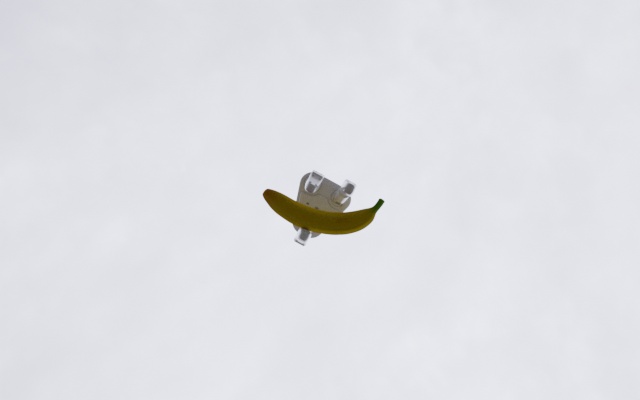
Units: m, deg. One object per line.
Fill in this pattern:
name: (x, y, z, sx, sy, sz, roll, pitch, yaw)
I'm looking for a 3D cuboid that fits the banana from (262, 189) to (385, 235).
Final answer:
banana: (0.002, 0.021, 0.782, 0.198, 0.069, 0.037, 4, 9, 0)
